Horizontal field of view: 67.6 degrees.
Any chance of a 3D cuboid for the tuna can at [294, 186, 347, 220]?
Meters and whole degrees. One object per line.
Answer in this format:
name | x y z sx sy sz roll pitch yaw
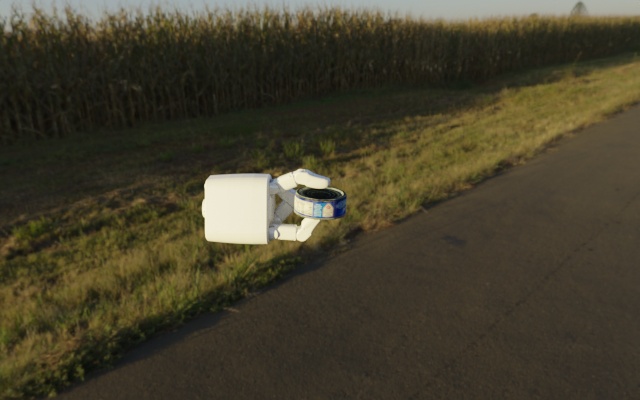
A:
tuna can | 0.000 0.002 0.782 0.086 0.034 0.086 3 17 -1
